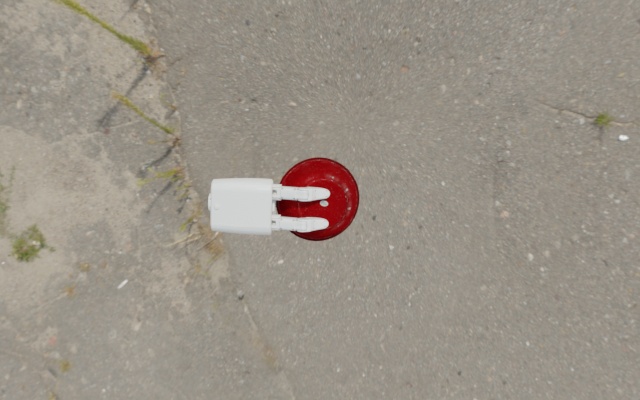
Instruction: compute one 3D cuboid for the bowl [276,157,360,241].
[{"bbox_3d":[0.002,0.003,0.882,0.162,0.162,0.055,0,10,-10],"label":"bowl"}]
